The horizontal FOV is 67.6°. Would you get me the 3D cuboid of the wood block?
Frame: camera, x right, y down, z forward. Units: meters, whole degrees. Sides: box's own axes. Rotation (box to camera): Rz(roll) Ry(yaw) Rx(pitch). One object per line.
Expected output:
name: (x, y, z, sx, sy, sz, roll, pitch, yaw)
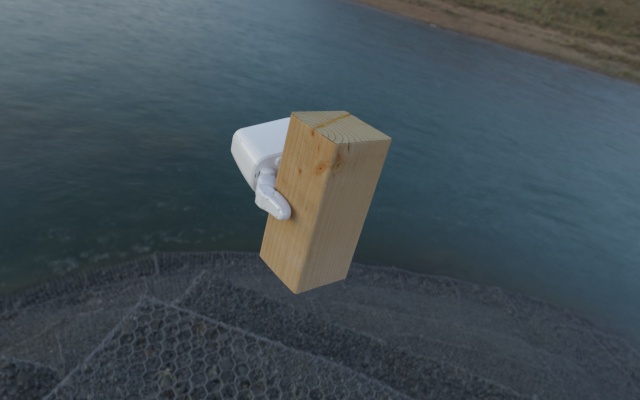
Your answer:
wood block: (0.000, 0.002, 0.598, 0.091, 0.206, 0.090, -10, 36, -39)
